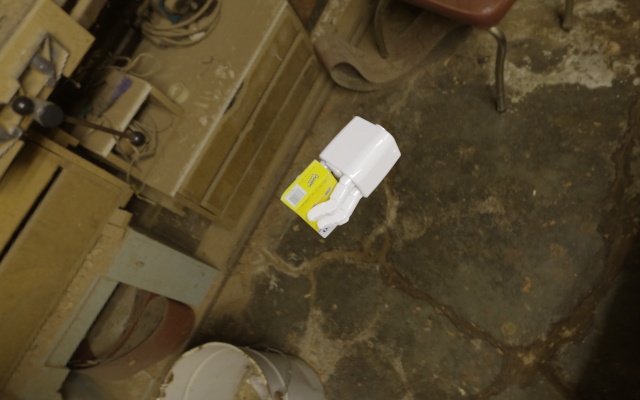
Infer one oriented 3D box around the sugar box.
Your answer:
[{"bbox_3d":[0.001,0.003,0.892,0.048,0.093,0.176,42,-2,29],"label":"sugar box"}]
